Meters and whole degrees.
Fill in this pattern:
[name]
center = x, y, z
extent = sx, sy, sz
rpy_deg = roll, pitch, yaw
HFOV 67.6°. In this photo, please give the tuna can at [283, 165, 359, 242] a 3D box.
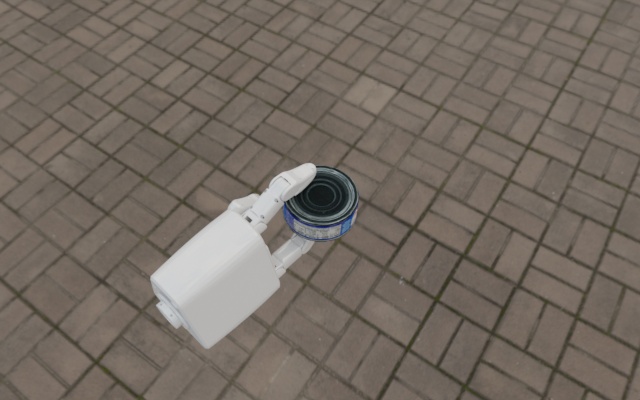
[tuna can]
center = 0.000, 0.001, 0.537
extent = 0.086, 0.086, 0.034
rpy_deg = 0, -36, -4
